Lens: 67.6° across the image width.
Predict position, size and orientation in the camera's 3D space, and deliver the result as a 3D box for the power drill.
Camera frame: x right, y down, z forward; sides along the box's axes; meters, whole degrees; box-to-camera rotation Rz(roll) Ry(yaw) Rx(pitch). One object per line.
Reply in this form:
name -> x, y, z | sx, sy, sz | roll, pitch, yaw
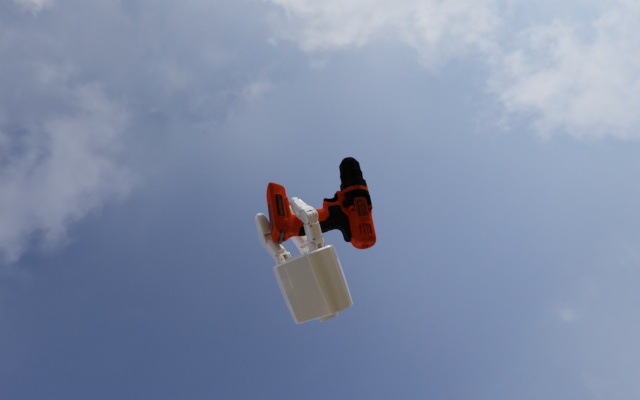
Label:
power drill -> 0.000, 0.003, 0.857 | 0.187, 0.184, 0.057 | -3, -29, -12
